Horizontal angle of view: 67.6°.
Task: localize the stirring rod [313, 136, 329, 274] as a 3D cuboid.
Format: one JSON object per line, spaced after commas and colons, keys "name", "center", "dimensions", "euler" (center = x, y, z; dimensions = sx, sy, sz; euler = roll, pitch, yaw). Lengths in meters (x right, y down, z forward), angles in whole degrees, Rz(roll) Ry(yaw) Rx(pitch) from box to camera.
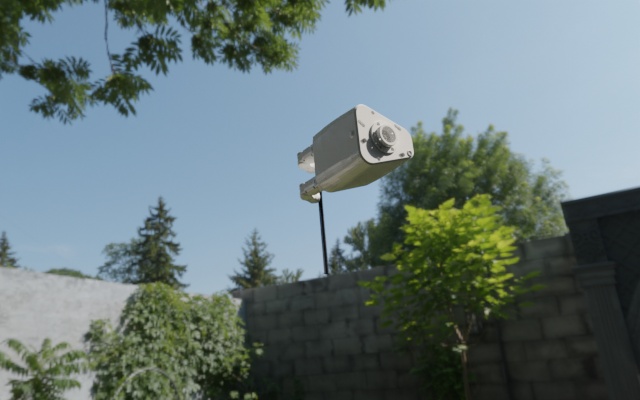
{"name": "stirring rod", "center": [0.000, 0.003, 0.796], "dimensions": [0.011, 0.239, 0.011], "euler": [-4, -19, -1]}
